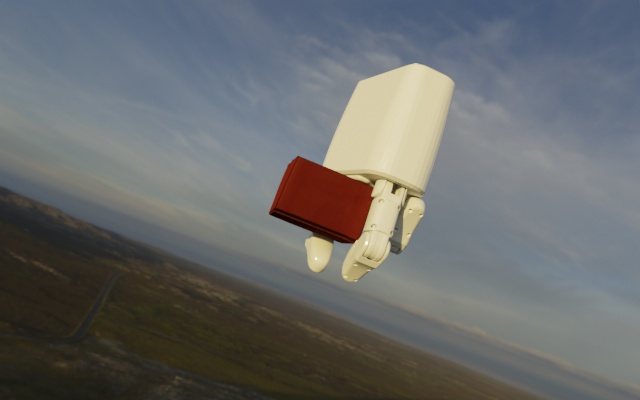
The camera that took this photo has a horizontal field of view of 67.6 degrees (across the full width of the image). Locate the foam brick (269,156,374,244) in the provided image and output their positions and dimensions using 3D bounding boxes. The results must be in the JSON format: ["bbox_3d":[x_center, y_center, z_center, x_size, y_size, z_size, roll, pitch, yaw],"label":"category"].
[{"bbox_3d":[0.000,0.001,0.423,0.078,0.051,0.053,22,-9,-11],"label":"foam brick"}]
